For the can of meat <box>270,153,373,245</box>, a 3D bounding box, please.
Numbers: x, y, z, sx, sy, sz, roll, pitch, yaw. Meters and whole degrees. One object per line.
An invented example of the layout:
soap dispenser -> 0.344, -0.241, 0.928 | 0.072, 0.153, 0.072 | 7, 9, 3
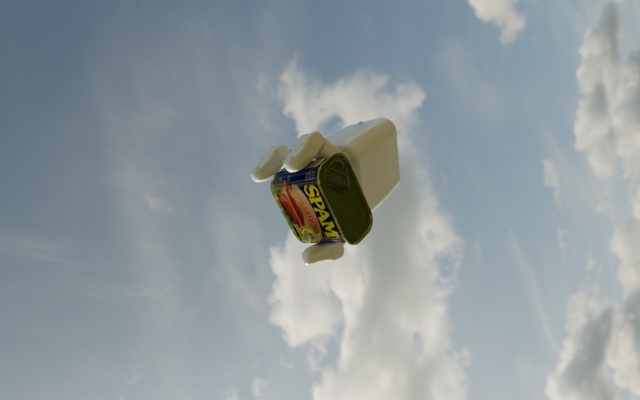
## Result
can of meat -> 0.000, 0.002, 0.554 | 0.084, 0.102, 0.057 | -6, 27, 44
